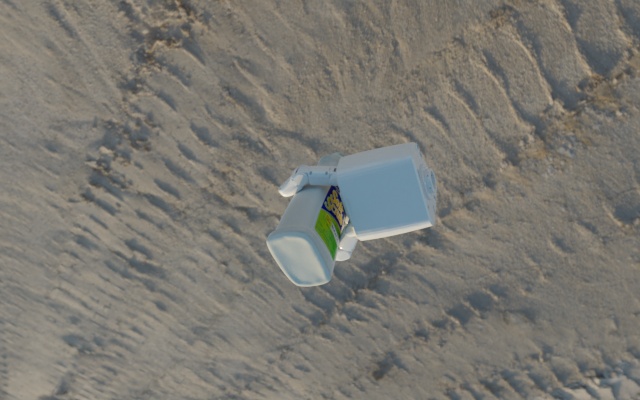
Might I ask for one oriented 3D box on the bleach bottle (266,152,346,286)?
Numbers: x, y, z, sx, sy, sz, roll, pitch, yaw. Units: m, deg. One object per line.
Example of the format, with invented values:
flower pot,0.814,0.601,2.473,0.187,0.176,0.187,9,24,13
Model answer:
bleach bottle,0.000,0.002,0.705,0.068,0.103,0.250,-11,35,24
